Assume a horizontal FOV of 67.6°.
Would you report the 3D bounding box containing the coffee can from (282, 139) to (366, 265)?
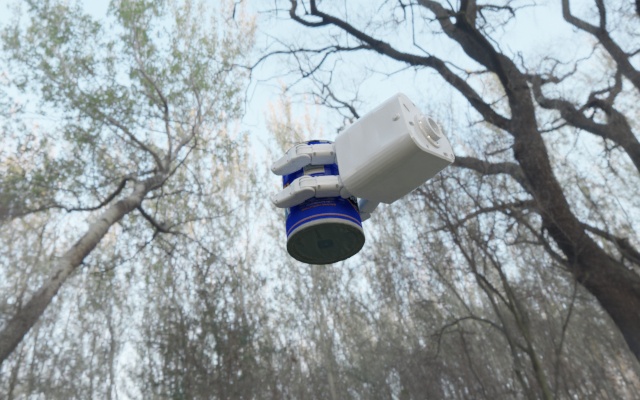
[{"bbox_3d":[0.000,0.002,0.653,0.103,0.140,0.103,-5,-37,-4],"label":"coffee can"}]
